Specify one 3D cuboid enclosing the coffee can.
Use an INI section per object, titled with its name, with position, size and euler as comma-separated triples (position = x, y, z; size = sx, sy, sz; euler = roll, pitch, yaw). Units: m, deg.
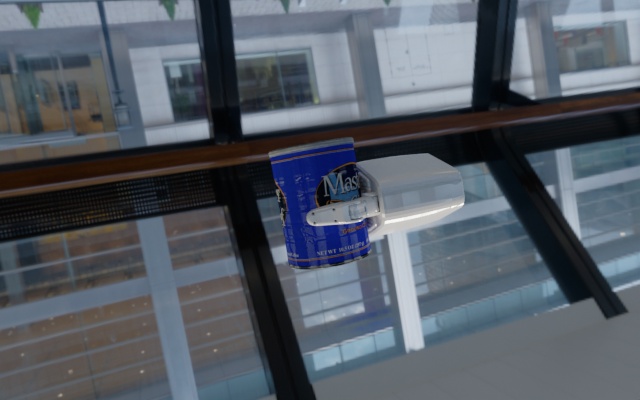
[coffee can]
position = 0.000, 0.002, 0.577
size = 0.103, 0.140, 0.103
euler = -10, 4, 1
